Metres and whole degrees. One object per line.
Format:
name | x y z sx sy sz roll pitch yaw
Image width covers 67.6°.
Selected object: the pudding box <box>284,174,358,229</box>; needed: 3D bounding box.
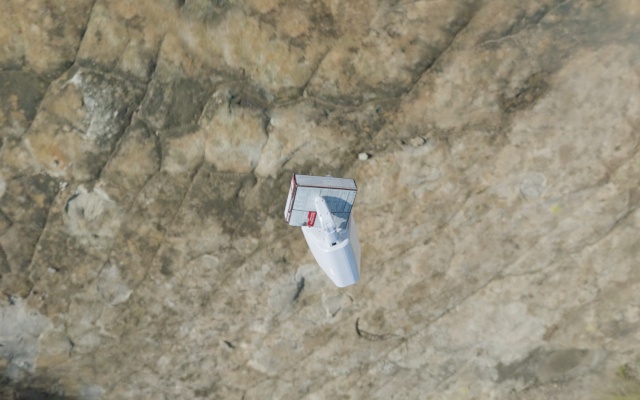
pudding box | 0.000 0.003 0.837 0.113 0.090 0.039 3 35 -17
